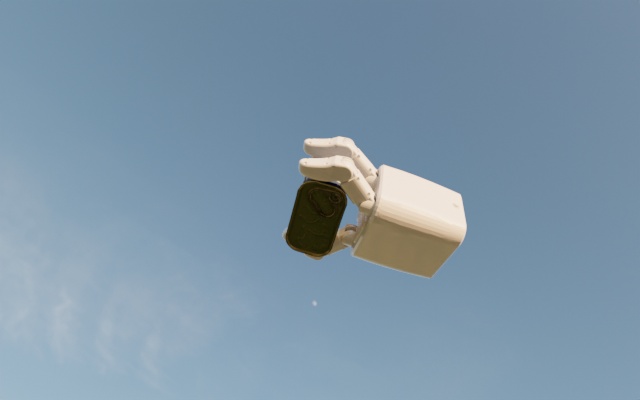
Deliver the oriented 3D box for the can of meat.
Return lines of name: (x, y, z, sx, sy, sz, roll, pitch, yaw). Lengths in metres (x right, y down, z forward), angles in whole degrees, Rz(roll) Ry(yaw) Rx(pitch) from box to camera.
can of meat: (0.000, 0.002, 0.581, 0.057, 0.102, 0.084, 16, 34, 0)
